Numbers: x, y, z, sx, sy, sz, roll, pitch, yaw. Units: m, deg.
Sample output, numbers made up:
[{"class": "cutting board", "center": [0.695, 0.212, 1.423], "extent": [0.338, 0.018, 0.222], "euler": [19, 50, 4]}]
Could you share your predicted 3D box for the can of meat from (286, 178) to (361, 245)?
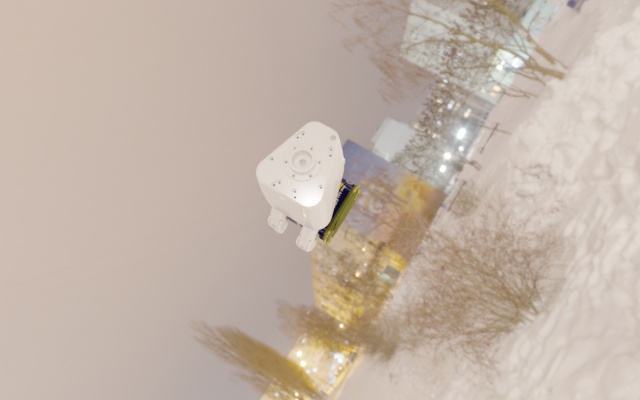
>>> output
[{"class": "can of meat", "center": [0.000, 0.002, 0.728], "extent": [0.084, 0.102, 0.057], "euler": [30, -8, 11]}]
